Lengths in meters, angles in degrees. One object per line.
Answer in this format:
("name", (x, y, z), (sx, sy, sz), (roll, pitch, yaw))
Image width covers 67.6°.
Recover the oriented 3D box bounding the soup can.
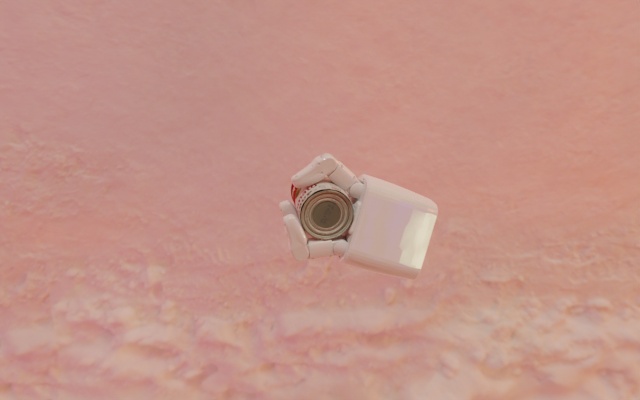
("soup can", (0.000, 0.002, 0.621), (0.068, 0.068, 0.102), (0, 19, -10))
